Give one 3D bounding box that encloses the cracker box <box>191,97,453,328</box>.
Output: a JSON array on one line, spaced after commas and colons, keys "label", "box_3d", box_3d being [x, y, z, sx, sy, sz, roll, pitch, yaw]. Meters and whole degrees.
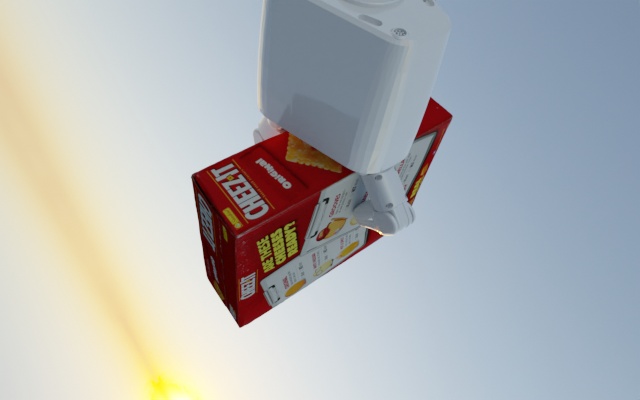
[{"label": "cracker box", "box_3d": [0.000, 0.001, 0.427, 0.213, 0.072, 0.164, -29, -27, -26]}]
